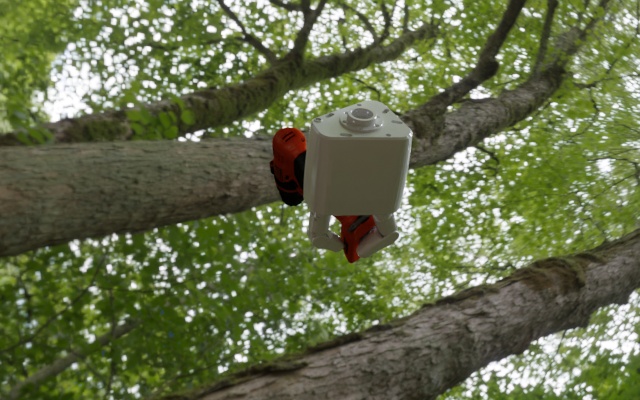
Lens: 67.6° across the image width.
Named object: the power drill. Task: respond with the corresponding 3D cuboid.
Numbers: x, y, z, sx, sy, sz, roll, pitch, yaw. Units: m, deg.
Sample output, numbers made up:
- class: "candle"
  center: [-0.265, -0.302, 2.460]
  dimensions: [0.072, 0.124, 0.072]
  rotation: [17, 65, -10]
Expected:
- class: "power drill"
  center: [0.000, 0.002, 0.692]
  dimensions: [0.057, 0.187, 0.184]
  rotation: [-40, -20, -18]
